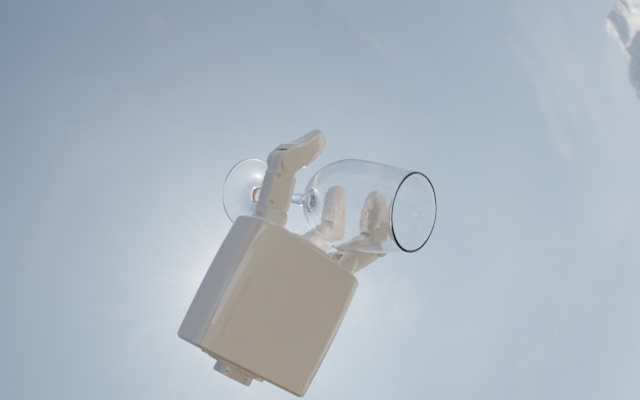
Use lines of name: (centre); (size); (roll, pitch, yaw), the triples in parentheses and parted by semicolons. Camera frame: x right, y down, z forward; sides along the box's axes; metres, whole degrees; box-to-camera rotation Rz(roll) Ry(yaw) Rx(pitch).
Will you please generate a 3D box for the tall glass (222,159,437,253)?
tall glass: (0.000, 0.001, 0.427); (0.201, 0.079, 0.079); (6, 4, 44)
